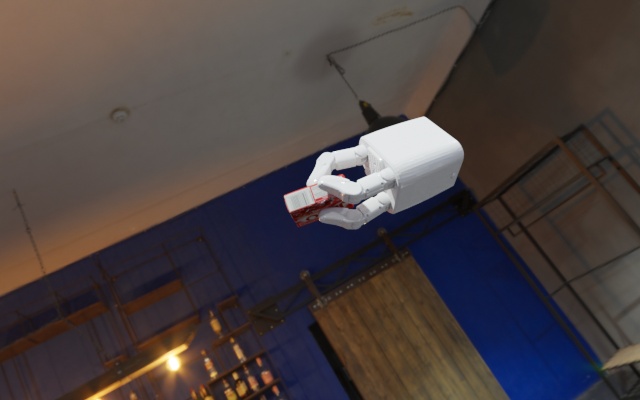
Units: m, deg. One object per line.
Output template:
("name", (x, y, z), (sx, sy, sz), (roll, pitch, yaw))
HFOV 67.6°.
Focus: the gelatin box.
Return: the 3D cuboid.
("gelatin box", (0.000, 0.002, 0.672), (0.089, 0.030, 0.073), (-20, -20, 1))
